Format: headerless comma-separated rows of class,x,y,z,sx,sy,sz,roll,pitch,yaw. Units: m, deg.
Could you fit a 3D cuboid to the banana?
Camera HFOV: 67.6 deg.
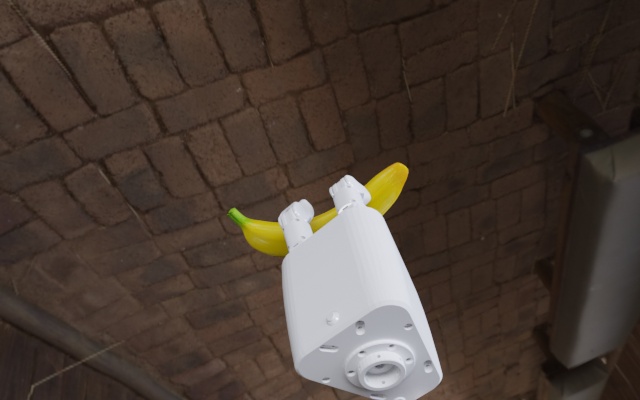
banana,0.002,0.019,0.503,0.198,0.070,0.037,-16,20,7
